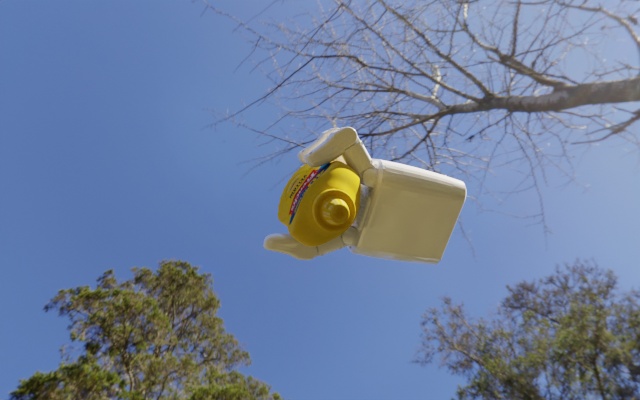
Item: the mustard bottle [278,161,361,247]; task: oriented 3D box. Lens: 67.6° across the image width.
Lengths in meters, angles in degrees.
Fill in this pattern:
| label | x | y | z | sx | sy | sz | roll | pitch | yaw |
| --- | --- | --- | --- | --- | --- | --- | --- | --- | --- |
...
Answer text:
| label | x | y | z | sx | sy | sz | roll | pitch | yaw |
| --- | --- | --- | --- | --- | --- | --- | --- | --- | --- |
| mustard bottle | 0.000 | 0.002 | 0.523 | 0.058 | 0.096 | 0.191 | 36 | -1 | -13 |
